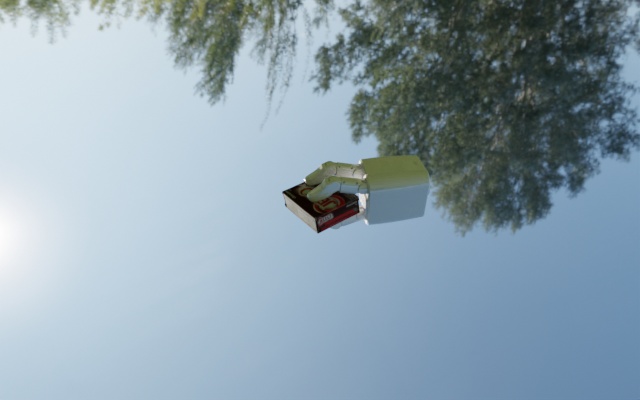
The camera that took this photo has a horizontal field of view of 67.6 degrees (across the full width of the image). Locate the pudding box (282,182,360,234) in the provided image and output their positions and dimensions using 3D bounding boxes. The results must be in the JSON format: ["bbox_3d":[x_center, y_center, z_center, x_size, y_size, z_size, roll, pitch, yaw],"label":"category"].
[{"bbox_3d":[0.000,0.003,0.831,0.090,0.039,0.113,-25,35,-25],"label":"pudding box"}]
